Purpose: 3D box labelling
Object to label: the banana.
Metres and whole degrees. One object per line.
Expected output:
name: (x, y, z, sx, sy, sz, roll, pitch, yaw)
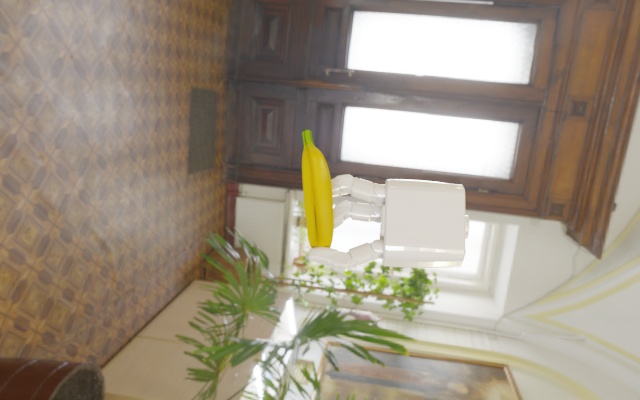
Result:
banana: (-0.001, 0.010, 0.629, 0.037, 0.198, 0.069, -1, 34, 4)
